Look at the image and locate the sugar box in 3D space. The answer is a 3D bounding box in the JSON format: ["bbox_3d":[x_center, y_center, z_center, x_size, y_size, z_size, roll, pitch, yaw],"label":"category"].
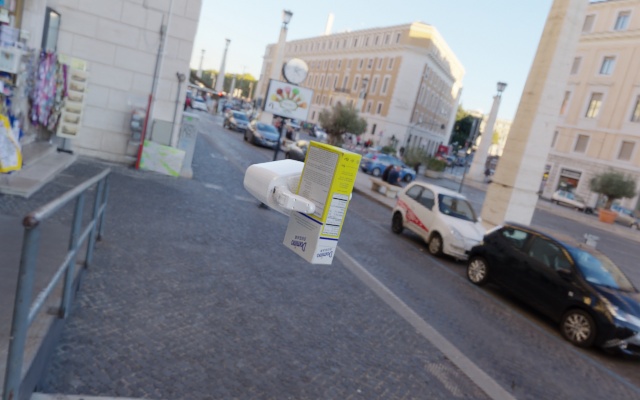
[{"bbox_3d":[0.001,0.002,0.746,0.048,0.176,0.093,7,12,-35],"label":"sugar box"}]
